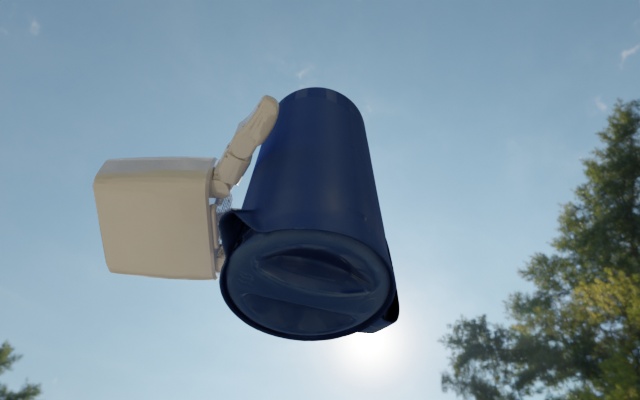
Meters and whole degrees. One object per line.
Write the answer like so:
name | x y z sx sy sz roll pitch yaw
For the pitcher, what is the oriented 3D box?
pitcher | 0.000 0.001 0.451 0.145 0.149 0.242 0 40 2
